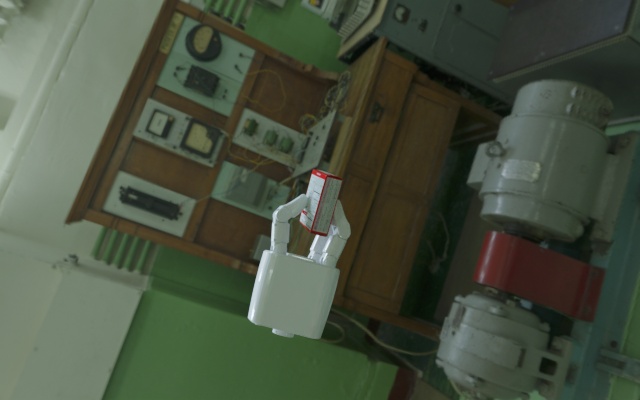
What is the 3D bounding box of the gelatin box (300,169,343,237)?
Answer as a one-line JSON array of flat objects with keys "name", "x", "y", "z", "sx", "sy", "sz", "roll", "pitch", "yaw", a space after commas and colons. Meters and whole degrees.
[{"name": "gelatin box", "x": 0.000, "y": 0.002, "z": 0.714, "sx": 0.030, "sy": 0.089, "sz": 0.073, "roll": 13, "pitch": 6, "yaw": -18}]
